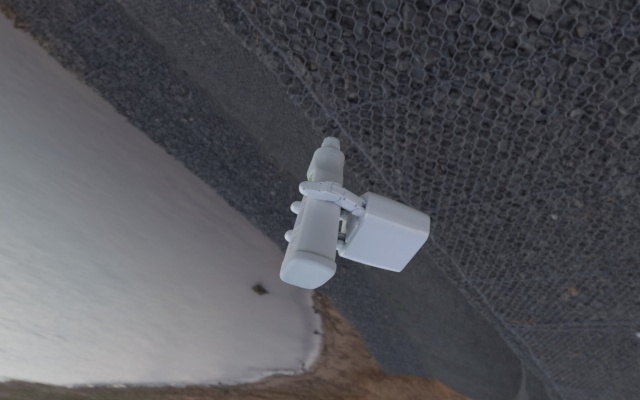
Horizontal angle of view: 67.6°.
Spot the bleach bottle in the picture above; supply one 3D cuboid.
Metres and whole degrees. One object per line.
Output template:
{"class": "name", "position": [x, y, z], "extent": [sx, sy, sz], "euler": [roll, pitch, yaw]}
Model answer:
{"class": "bleach bottle", "position": [0.000, 0.002, 0.736], "extent": [0.068, 0.250, 0.103], "euler": [19, -32, -12]}
